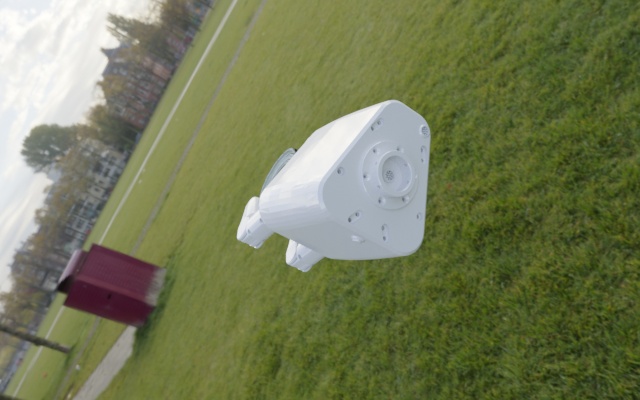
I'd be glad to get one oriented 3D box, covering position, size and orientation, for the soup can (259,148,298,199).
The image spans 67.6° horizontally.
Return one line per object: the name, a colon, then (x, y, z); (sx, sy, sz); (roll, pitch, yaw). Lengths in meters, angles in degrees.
soup can: (0.000, 0.001, 0.466); (0.102, 0.068, 0.068); (28, -12, -22)
